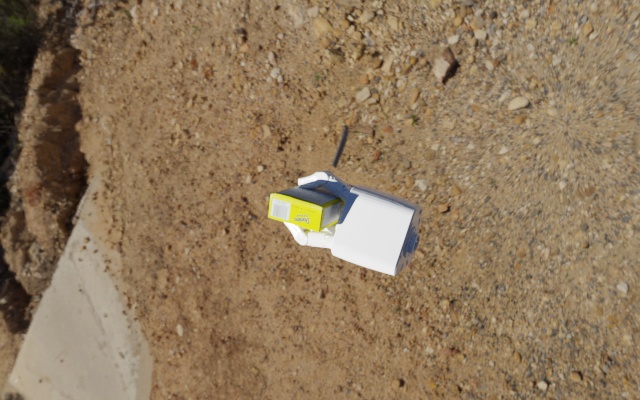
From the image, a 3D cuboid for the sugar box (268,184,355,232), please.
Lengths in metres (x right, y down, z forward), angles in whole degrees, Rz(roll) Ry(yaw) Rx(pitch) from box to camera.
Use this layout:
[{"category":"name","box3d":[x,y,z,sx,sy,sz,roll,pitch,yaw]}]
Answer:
[{"category":"sugar box","box3d":[0.000,0.003,0.790,0.093,0.048,0.176,16,15,25]}]
